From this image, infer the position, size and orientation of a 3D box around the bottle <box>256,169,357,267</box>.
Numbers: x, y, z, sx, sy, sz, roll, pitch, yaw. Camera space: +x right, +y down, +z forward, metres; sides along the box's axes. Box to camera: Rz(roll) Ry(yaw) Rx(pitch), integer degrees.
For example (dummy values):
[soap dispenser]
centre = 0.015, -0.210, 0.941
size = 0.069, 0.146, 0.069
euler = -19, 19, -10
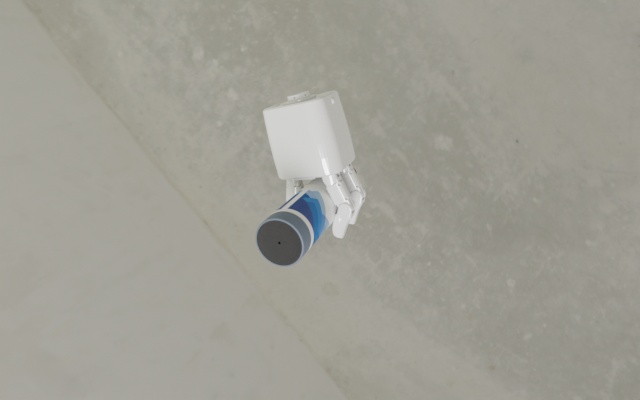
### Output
[bottle]
centre = 0.000, 0.003, 0.718
size = 0.069, 0.069, 0.295
euler = 0, 20, 22
